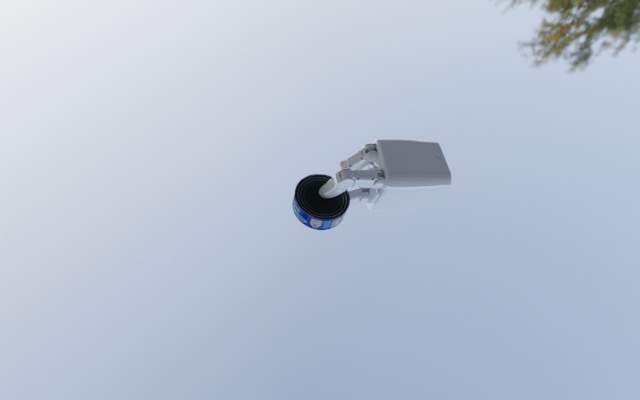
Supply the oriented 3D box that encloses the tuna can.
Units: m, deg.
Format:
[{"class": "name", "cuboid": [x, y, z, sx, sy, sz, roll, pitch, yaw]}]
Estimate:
[{"class": "tuna can", "cuboid": [0.000, 0.003, 0.734, 0.086, 0.086, 0.034, 0, -36, -14]}]
